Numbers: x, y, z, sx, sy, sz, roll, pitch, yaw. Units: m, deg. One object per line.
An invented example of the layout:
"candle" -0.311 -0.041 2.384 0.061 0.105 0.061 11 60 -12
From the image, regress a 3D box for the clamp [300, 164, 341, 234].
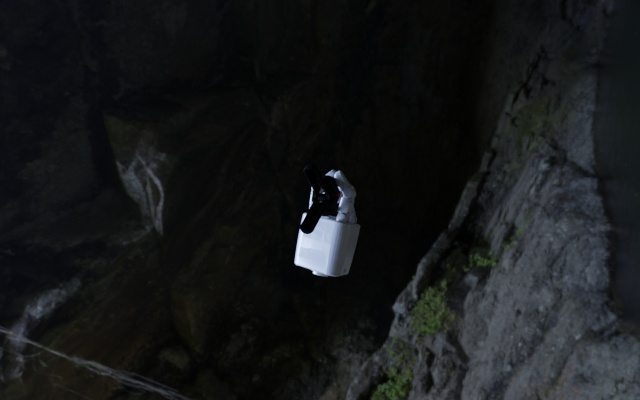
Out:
"clamp" 0.000 0.003 0.888 0.039 0.120 0.171 13 0 20
